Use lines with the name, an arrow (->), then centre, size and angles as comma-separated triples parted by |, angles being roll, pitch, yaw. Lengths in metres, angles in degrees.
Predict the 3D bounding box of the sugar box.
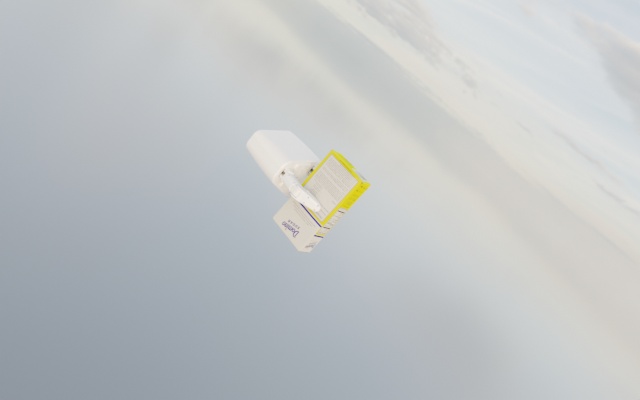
sugar box -> 0.000, 0.003, 0.883 | 0.093, 0.176, 0.048 | 50, 18, 27
